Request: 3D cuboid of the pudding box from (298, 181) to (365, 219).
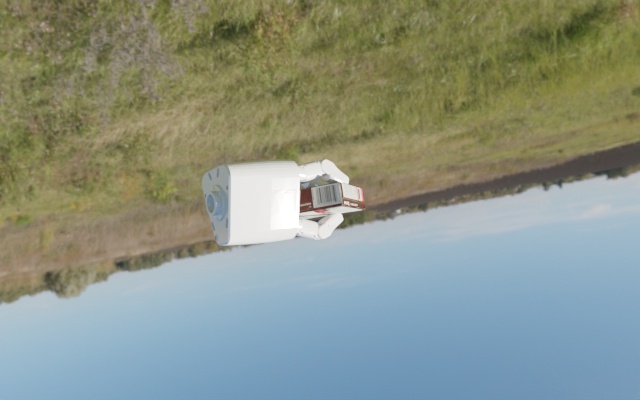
[{"bbox_3d":[0.000,0.003,0.733,0.113,0.039,0.090,-9,-8,26],"label":"pudding box"}]
